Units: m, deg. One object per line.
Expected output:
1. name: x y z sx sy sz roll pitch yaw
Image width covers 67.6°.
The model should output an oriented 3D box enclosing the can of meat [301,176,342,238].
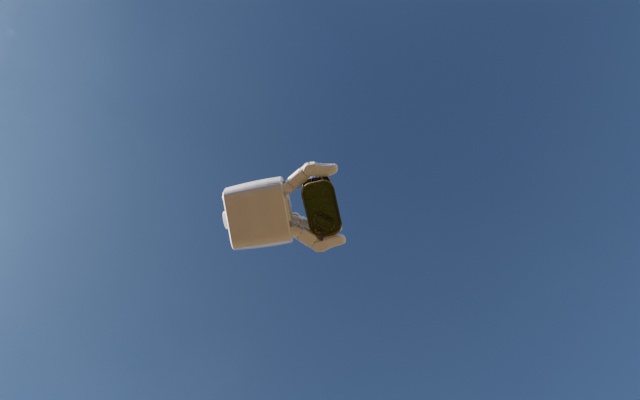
1. can of meat: 0.000 0.003 0.856 0.057 0.102 0.084 -13 18 1
